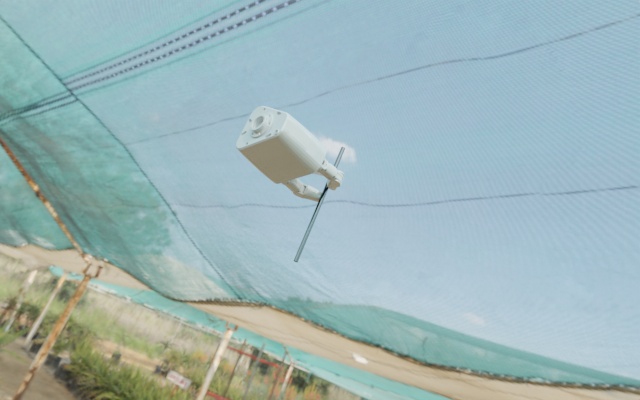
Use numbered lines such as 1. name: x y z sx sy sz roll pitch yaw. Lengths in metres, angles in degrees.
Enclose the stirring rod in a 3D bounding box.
1. stirring rod: 0.000 0.003 0.878 0.011 0.239 0.011 20 -20 8
